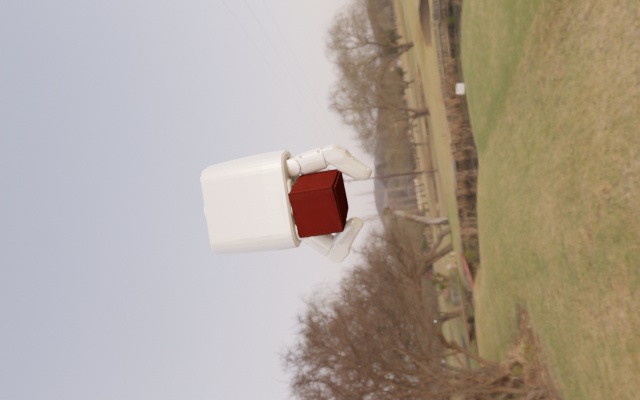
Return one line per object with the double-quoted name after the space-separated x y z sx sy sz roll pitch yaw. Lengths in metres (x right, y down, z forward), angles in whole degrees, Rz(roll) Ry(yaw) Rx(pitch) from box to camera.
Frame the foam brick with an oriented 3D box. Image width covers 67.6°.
0.000 0.002 0.537 0.051 0.053 0.078 -9 17 11 "foam brick"
